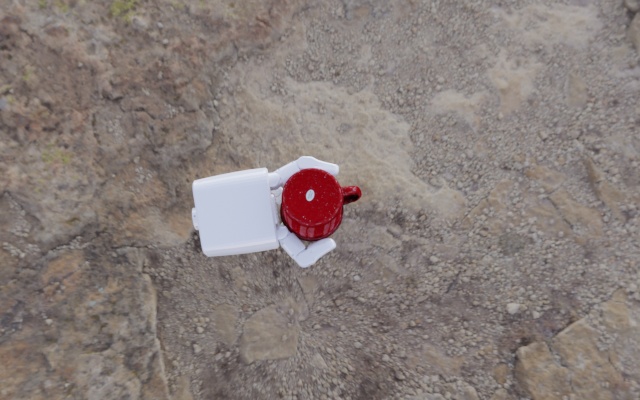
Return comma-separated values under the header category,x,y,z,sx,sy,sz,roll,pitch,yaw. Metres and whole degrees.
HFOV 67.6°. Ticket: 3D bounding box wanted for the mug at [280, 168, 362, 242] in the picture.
category,x,y,z,sx,sy,sz,roll,pitch,yaw
mug,0.002,0.002,0.658,0.117,0.093,0.081,-11,-14,-4
